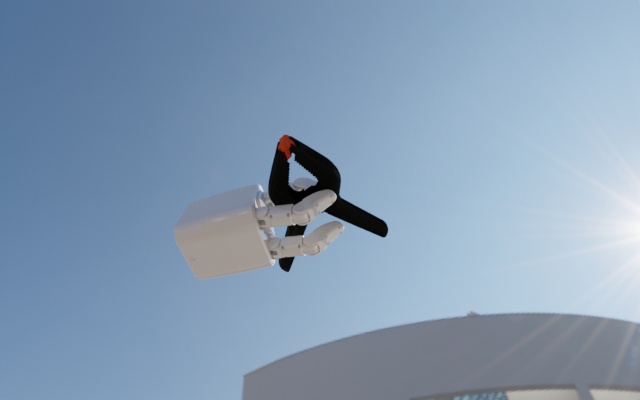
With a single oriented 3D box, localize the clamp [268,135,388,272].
[{"bbox_3d":[0.000,0.001,0.633,0.164,0.210,0.036,-16,38,0],"label":"clamp"}]
